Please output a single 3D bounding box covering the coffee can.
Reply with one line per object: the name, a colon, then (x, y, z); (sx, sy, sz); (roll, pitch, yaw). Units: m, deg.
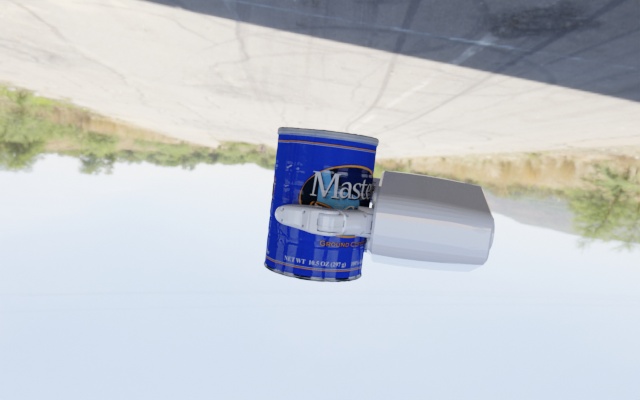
coffee can: (0.000, 0.001, 0.487); (0.103, 0.140, 0.103); (7, 5, -1)
